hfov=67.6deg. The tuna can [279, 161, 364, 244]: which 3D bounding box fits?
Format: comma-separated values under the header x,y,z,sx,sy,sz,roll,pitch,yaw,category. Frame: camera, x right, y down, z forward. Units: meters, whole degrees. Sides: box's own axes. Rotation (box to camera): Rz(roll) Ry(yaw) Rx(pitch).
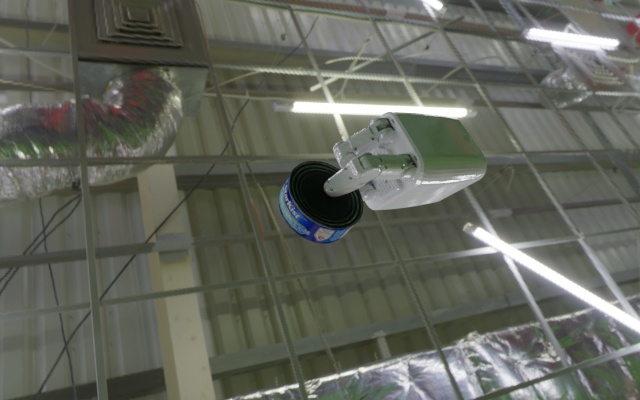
x,y,z,sx,sy,sz,roll,pitch,yaw,category
0.000,0.002,0.503,0.086,0.086,0.034,0,-35,-32,tuna can
